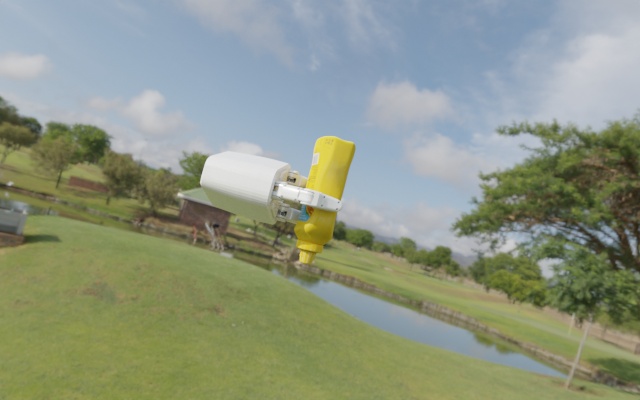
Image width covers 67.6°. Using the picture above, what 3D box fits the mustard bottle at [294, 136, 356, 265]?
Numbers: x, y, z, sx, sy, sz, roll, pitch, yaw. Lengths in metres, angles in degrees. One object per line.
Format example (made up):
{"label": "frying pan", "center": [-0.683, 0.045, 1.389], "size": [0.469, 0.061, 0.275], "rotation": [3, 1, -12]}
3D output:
{"label": "mustard bottle", "center": [0.001, 0.002, 0.727], "size": [0.058, 0.191, 0.096], "rotation": [16, -4, -17]}
